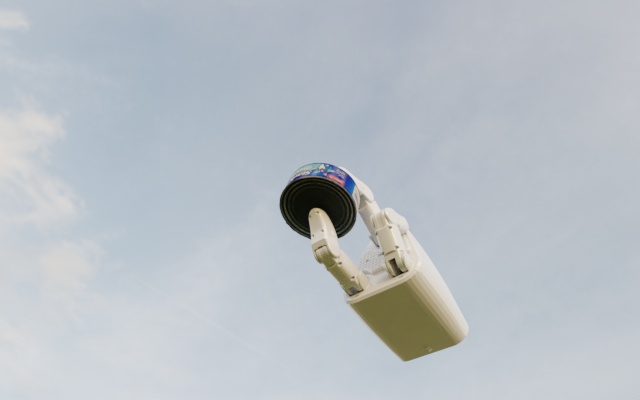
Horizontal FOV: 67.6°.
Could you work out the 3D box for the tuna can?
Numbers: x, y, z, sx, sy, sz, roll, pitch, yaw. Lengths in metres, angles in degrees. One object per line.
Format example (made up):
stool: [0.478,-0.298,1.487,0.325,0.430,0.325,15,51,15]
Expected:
tuna can: [0.000,0.001,0.527,0.086,0.086,0.033,0,35,15]
